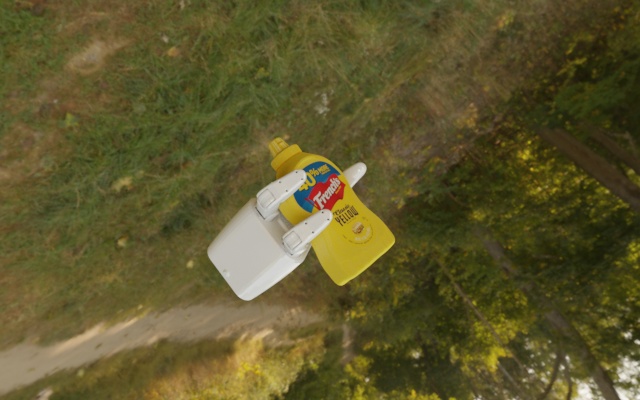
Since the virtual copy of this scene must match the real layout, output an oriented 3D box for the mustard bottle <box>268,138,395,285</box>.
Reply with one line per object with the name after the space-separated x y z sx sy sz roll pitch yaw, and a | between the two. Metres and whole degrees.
0.000 0.002 0.584 0.096 0.191 0.058 -34 -8 -35 | mustard bottle
